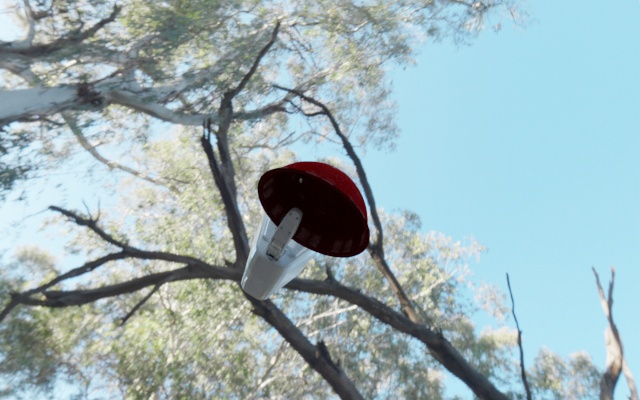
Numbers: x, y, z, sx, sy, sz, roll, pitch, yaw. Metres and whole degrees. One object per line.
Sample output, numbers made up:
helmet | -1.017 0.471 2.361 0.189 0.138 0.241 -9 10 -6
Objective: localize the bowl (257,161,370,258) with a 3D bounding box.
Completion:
bowl | 0.001 0.001 0.620 0.162 0.162 0.055 0 44 40
